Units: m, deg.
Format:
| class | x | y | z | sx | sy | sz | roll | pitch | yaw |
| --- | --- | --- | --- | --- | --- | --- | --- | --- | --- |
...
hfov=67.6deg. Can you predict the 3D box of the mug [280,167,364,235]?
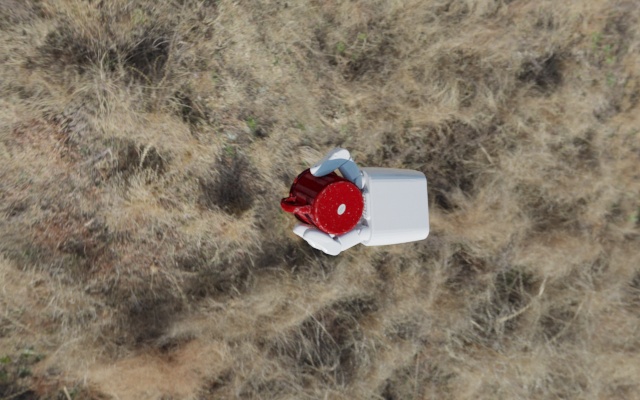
| class | x | y | z | sx | sy | sz | roll | pitch | yaw |
| --- | --- | --- | --- | --- | --- | --- | --- | --- | --- |
| mug | -0.001 | 0.002 | 0.693 | 0.117 | 0.093 | 0.081 | -3 | 14 | -25 |
